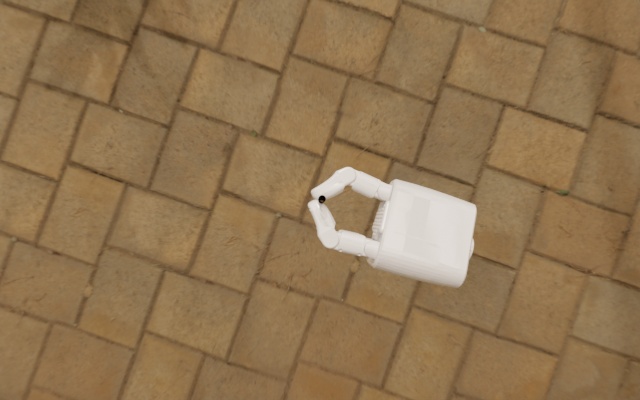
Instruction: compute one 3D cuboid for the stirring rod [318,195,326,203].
[{"bbox_3d":[0.000,0.002,0.632,0.011,0.011,0.239,0,-2,-1],"label":"stirring rod"}]
